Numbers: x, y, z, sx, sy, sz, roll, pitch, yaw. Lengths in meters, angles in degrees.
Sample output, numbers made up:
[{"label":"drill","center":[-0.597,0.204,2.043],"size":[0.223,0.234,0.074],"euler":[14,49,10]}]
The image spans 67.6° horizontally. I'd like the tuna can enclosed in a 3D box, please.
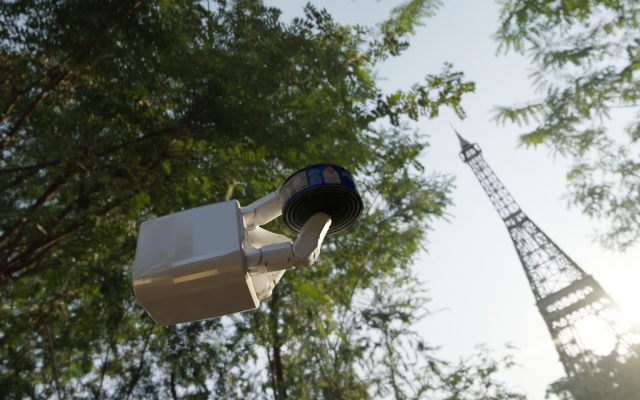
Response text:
[{"label":"tuna can","center":[0.000,0.001,0.502],"size":[0.086,0.033,0.086],"euler":[-8,-39,-6]}]
